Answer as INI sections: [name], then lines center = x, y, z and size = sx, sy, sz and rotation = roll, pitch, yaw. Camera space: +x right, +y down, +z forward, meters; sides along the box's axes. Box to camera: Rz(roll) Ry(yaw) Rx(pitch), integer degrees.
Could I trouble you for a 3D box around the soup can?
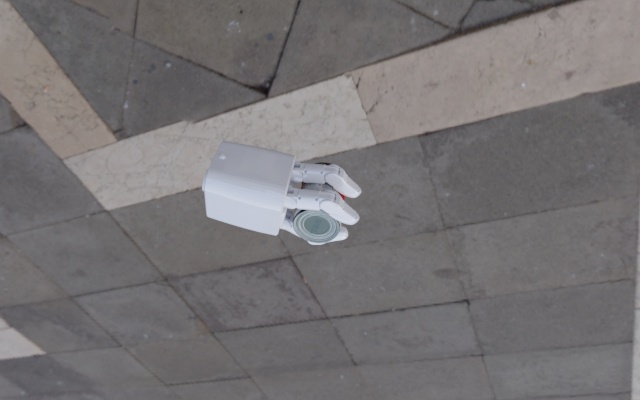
[soup can]
center = 0.001, 0.003, 0.686
size = 0.068, 0.069, 0.102
rotation = 0, 42, 9
